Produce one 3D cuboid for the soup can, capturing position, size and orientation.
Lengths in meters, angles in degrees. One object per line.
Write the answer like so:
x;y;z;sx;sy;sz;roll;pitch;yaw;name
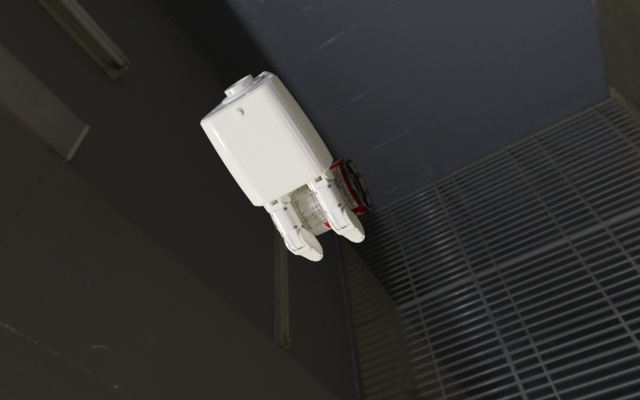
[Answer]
0.000;0.002;0.551;0.102;0.068;0.068;-27;-8;16;soup can
